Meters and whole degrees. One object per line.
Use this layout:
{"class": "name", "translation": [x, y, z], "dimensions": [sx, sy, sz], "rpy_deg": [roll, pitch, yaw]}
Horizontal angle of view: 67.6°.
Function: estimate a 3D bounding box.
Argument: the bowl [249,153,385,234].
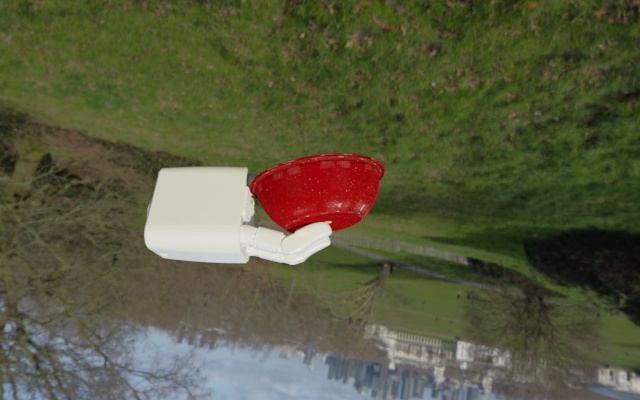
{"class": "bowl", "translation": [0.001, 0.002, 0.559], "dimensions": [0.162, 0.055, 0.162], "rpy_deg": [-8, -17, -3]}
